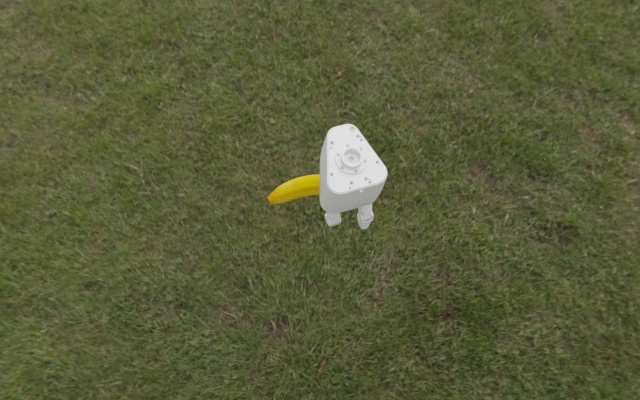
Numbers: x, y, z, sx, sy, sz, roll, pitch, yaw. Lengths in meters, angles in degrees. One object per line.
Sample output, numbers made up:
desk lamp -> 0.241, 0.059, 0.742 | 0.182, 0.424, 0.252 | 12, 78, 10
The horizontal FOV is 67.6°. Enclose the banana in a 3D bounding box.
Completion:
banana -> 0.006, -0.015, 0.869 | 0.198, 0.069, 0.037 | 9, -12, -3
